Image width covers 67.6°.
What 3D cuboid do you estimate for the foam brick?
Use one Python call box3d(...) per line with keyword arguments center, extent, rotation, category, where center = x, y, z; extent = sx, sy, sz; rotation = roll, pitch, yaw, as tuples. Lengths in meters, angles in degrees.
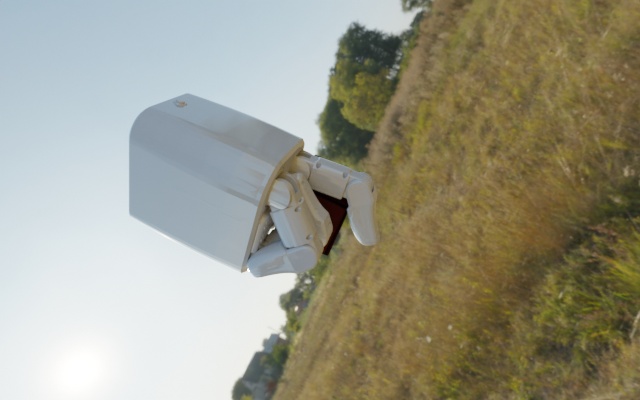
box3d(center=(0.000, 0.001, 0.426), extent=(0.051, 0.053, 0.078), rotation=(24, 25, 3), category="foam brick")
